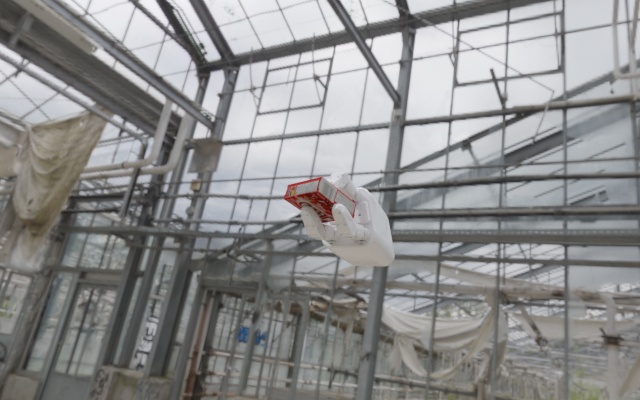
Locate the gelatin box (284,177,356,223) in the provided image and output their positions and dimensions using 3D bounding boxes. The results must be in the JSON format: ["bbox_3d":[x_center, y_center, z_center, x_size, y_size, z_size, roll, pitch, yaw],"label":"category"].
[{"bbox_3d":[0.000,0.002,0.738,0.073,0.030,0.089,-11,-36,41],"label":"gelatin box"}]
